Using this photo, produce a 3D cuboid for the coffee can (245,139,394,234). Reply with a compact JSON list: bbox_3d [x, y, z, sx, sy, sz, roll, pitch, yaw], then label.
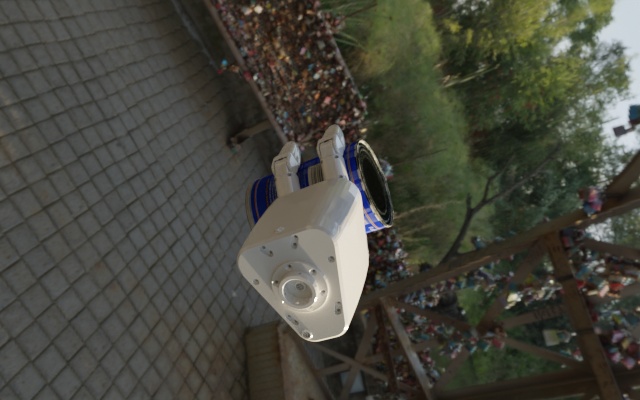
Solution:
[{"bbox_3d":[0.000,0.002,0.551,0.140,0.103,0.103,-19,-7,20],"label":"coffee can"}]
